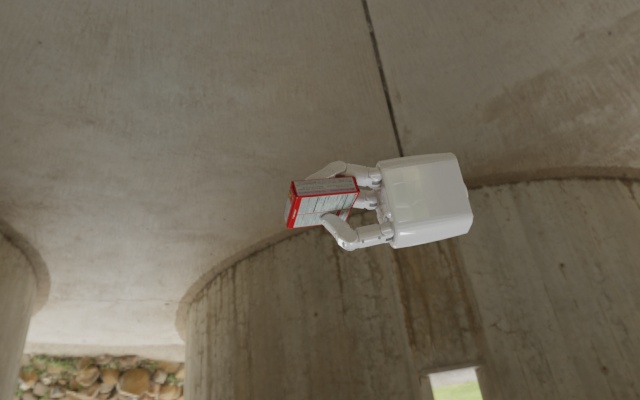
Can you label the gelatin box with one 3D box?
[{"bbox_3d":[0.000,0.002,0.635,0.089,0.030,0.073,-6,-33,-19],"label":"gelatin box"}]
